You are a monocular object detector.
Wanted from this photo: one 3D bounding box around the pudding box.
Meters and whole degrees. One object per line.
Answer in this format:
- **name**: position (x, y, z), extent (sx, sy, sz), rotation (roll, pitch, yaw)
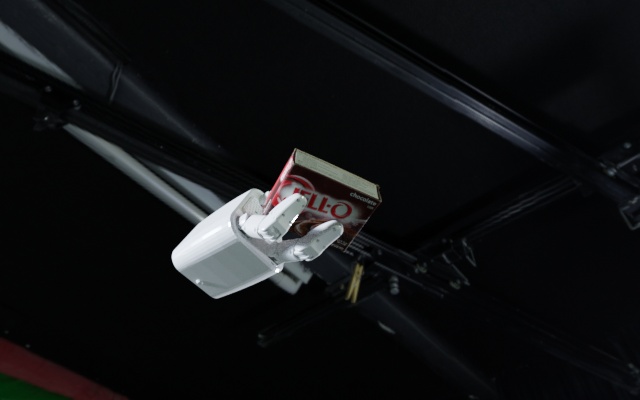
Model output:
- **pudding box**: position (0.000, 0.002, 0.557), extent (0.113, 0.090, 0.039), rotation (21, 36, -16)
